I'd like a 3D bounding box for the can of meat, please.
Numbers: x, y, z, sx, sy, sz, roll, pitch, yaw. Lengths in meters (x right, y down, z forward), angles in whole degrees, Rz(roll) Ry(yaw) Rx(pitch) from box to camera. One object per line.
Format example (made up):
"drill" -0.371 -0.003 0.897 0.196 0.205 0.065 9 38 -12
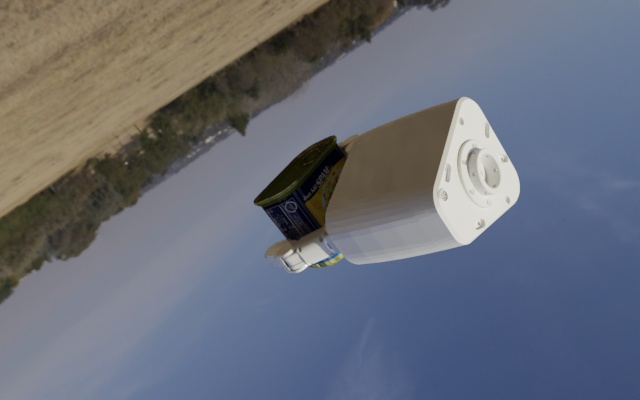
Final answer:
"can of meat" 0.000 0.002 0.454 0.057 0.084 0.102 -19 23 45
